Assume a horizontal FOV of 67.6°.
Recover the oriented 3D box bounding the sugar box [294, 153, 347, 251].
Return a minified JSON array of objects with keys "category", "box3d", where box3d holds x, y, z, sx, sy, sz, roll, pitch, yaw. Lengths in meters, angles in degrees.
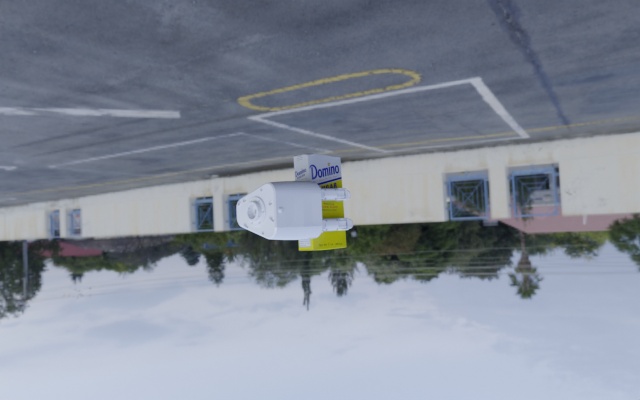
[{"category":"sugar box","box3d":[0.000,0.003,0.892,0.048,0.176,0.093,-5,-3,43]}]
